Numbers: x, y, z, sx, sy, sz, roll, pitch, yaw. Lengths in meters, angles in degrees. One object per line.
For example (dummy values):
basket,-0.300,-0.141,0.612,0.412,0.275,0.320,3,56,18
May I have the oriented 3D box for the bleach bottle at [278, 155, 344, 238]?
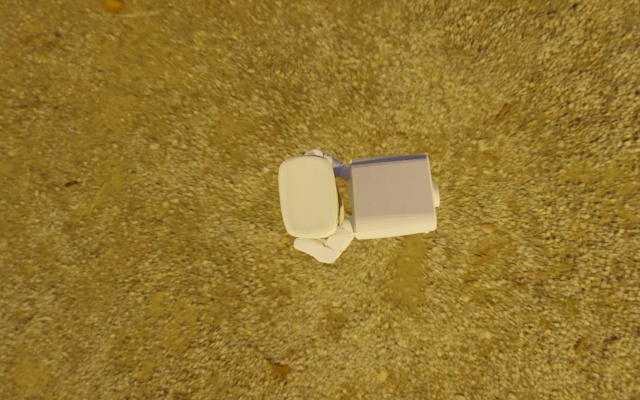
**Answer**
bleach bottle,0.000,0.002,0.688,0.068,0.102,0.251,-5,-3,7
